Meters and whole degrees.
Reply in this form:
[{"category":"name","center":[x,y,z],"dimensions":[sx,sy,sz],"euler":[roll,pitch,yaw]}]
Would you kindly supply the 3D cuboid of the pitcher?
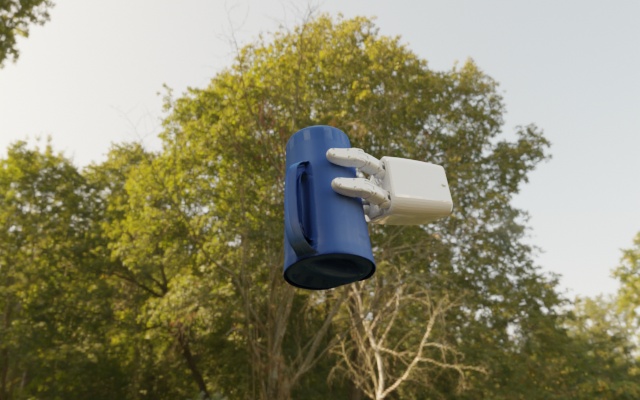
[{"category":"pitcher","center":[0.000,0.002,0.731],"dimensions":[0.145,0.242,0.149],"euler":[4,-32,-16]}]
